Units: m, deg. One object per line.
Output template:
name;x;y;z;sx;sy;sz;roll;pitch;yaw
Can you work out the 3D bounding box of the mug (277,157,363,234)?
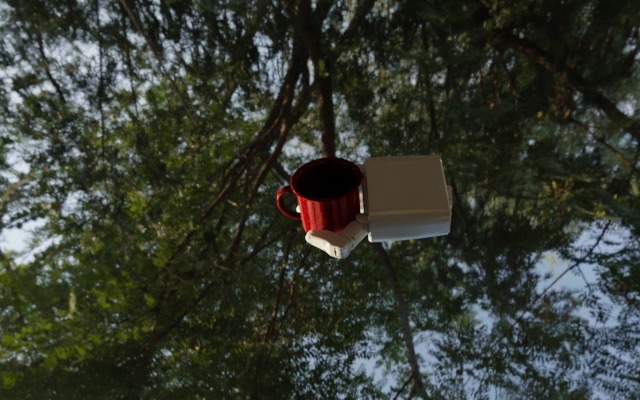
mug;-0.001;0.002;0.642;0.117;0.082;0.093;-4;41;5
